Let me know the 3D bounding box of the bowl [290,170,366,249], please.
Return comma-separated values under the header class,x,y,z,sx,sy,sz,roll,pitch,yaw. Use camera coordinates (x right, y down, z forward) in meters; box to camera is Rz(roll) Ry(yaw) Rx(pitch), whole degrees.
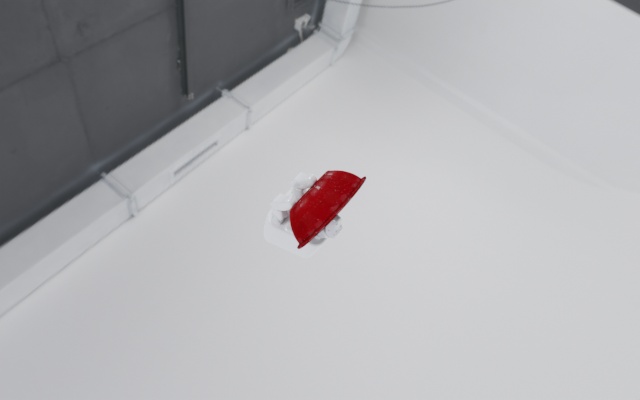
class,x,y,z,sx,sy,sz,roll,pitch,yaw
bowl,0.000,0.002,0.777,0.055,0.162,0.162,44,-3,-3
